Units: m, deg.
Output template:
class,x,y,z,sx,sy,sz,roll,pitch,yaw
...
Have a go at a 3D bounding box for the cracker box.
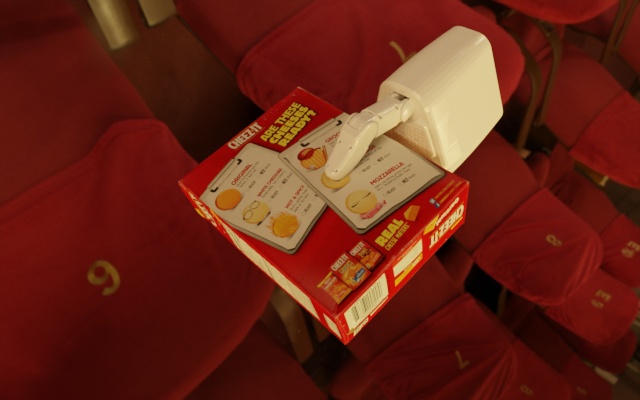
class,x,y,z,sx,sy,sz,roll,pitch,yaw
cracker box,0.000,0.001,0.448,0.213,0.164,0.072,35,-23,32
